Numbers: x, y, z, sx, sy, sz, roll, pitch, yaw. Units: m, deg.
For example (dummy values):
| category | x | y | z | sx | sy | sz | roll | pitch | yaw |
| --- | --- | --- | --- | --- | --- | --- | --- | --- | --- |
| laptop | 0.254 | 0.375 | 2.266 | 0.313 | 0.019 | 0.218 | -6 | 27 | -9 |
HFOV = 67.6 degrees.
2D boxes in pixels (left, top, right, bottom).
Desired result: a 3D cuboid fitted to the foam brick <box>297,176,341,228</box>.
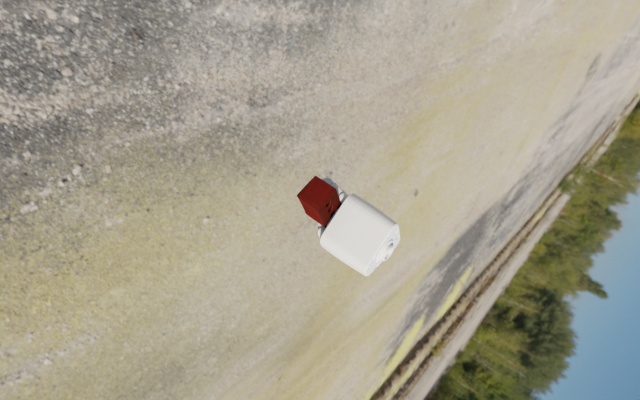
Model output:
| category | x | y | z | sx | sy | sz | roll | pitch | yaw |
| --- | --- | --- | --- | --- | --- | --- | --- | --- | --- |
| foam brick | 0.000 | 0.003 | 0.864 | 0.051 | 0.053 | 0.078 | 35 | -15 | 25 |
